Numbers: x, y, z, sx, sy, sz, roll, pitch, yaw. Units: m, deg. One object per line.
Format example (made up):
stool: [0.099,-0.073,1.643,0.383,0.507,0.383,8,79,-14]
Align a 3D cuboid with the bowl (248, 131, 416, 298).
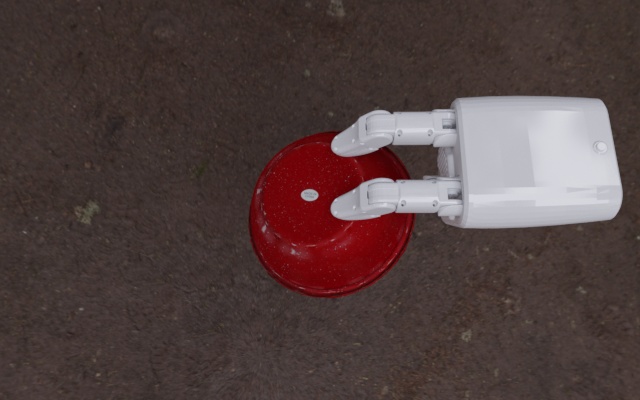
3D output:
bowl: [-0.001,0.002,0.421,0.162,0.162,0.055,0,-17,18]
